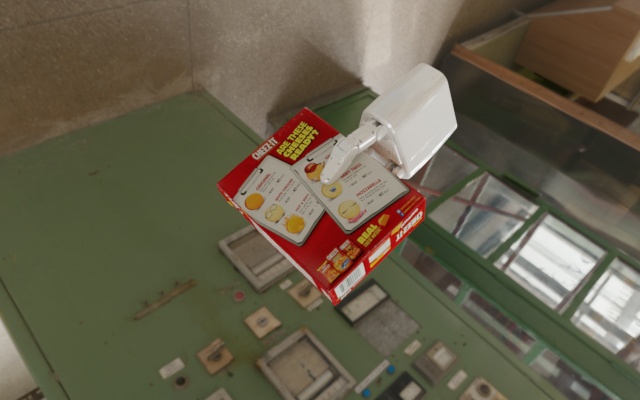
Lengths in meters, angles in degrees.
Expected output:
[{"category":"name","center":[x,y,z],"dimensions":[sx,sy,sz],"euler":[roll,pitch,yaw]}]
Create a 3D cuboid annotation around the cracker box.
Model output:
[{"category":"cracker box","center":[0.000,0.002,0.613],"dimensions":[0.213,0.164,0.072],"euler":[40,-15,26]}]
